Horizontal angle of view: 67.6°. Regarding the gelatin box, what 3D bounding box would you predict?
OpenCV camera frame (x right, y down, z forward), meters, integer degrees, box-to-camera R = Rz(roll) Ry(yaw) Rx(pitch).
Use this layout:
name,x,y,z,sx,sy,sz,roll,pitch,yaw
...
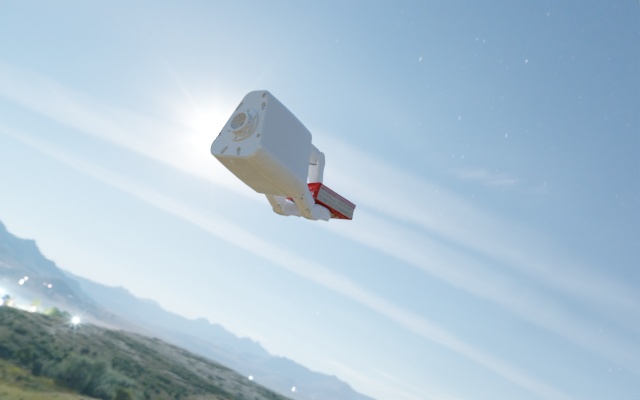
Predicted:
name,x,y,z,sx,sy,sz,roll,pitch,yaw
gelatin box,0.000,0.002,0.759,0.089,0.030,0.073,30,-19,-38
